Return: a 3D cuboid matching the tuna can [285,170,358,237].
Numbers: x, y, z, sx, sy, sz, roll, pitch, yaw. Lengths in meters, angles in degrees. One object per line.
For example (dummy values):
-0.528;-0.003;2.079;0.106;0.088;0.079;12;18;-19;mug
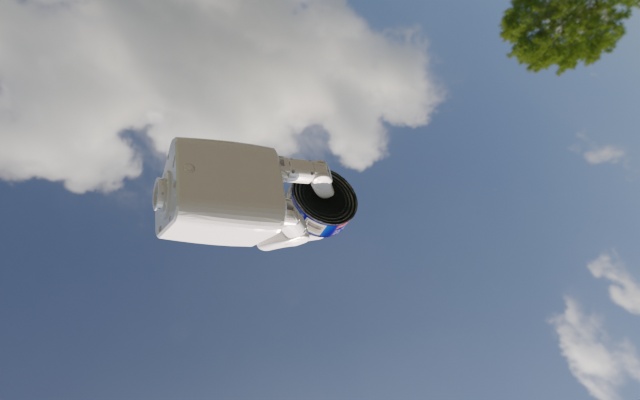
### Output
0.000;0.002;0.586;0.086;0.086;0.034;0;-35;-28;tuna can
